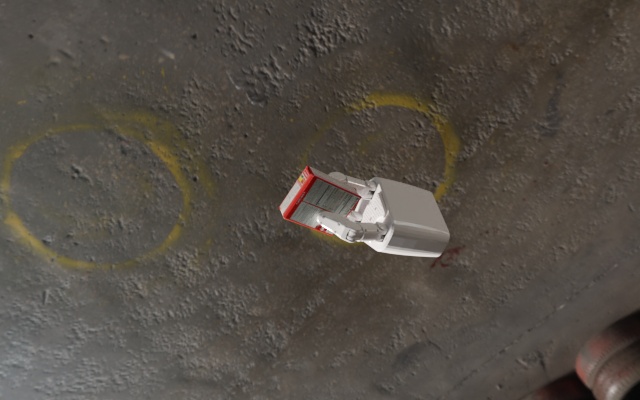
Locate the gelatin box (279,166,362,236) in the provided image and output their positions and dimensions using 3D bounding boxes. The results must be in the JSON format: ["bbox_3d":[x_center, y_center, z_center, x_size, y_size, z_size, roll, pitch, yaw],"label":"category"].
[{"bbox_3d":[0.000,0.002,0.650,0.089,0.073,0.030,22,23,-34],"label":"gelatin box"}]
